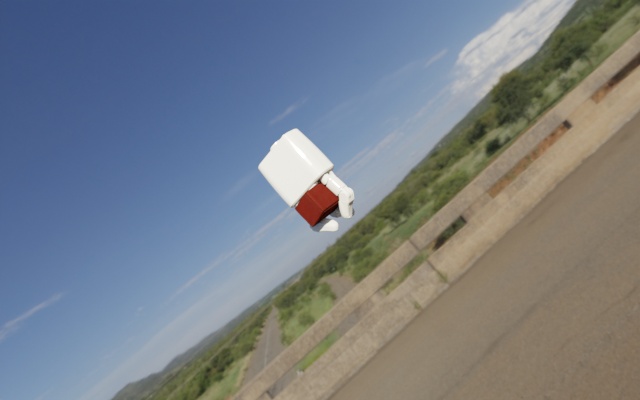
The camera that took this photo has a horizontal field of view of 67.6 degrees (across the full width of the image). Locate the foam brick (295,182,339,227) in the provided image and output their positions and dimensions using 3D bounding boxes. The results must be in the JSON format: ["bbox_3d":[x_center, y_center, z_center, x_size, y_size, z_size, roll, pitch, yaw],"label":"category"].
[{"bbox_3d":[0.000,0.003,0.898,0.078,0.051,0.053,-35,-13,-45],"label":"foam brick"}]
